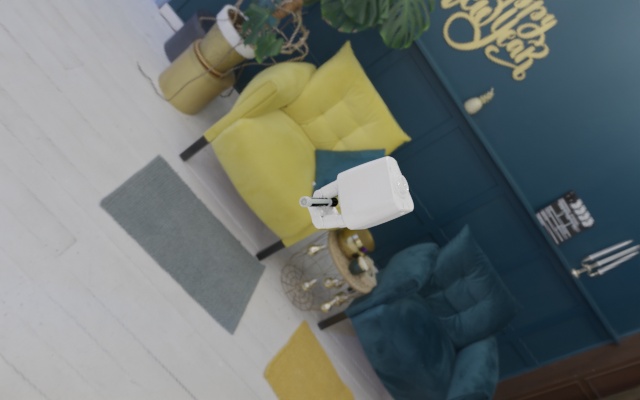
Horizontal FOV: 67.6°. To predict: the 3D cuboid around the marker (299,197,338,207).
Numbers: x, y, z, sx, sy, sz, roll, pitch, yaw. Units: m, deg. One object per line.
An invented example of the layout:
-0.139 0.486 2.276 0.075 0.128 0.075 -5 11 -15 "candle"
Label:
0.000 0.003 0.896 0.020 0.020 0.121 0 -1 30 "marker"
